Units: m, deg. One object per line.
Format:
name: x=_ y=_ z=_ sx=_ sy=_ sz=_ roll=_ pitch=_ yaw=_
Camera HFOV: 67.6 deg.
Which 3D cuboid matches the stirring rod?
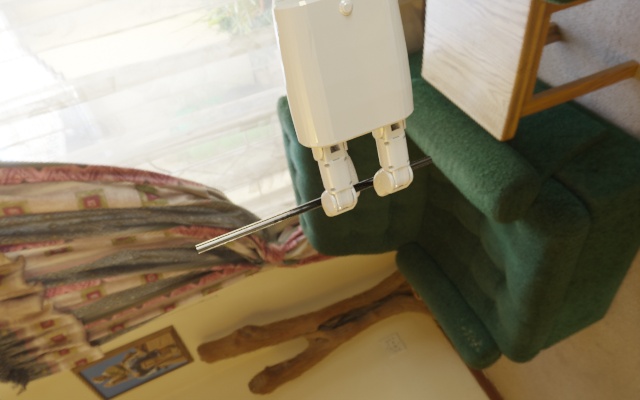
stirring rod: x=0.000 y=0.001 z=0.451 sx=0.239 sy=0.011 sz=0.011 roll=-21 pitch=5 yaw=-13
